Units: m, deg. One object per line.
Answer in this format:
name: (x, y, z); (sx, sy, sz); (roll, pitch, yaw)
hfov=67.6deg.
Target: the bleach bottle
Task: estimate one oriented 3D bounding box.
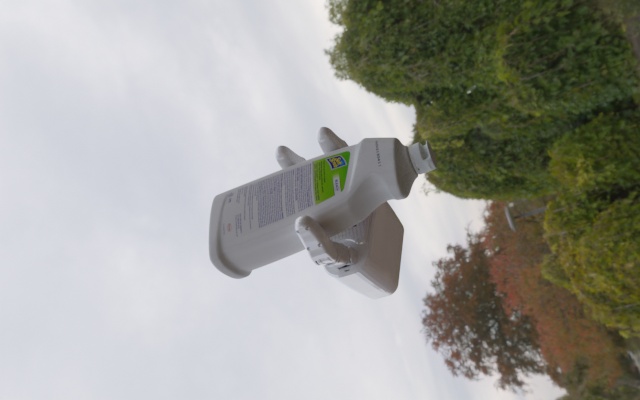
bleach bottle: (0.000, 0.002, 0.507); (0.251, 0.102, 0.068); (-20, -35, 21)
